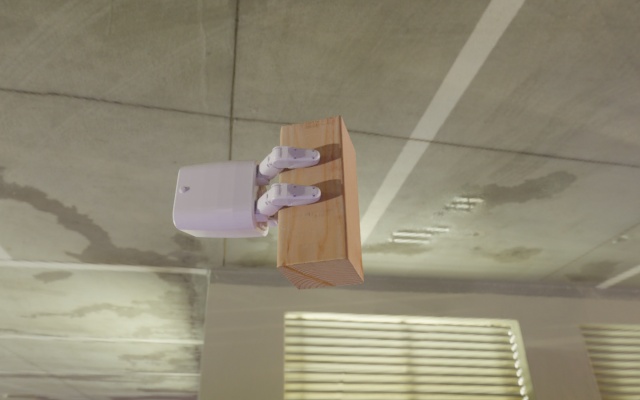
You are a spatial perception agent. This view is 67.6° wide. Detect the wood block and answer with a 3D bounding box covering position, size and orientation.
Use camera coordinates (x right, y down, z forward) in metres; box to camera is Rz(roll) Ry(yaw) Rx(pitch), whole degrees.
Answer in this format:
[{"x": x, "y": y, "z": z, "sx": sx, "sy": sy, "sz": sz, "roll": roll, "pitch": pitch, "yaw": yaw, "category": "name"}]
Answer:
[{"x": 0.000, "y": 0.002, "z": 0.633, "sx": 0.090, "sy": 0.206, "sz": 0.091, "roll": -8, "pitch": -30, "yaw": 13, "category": "wood block"}]
